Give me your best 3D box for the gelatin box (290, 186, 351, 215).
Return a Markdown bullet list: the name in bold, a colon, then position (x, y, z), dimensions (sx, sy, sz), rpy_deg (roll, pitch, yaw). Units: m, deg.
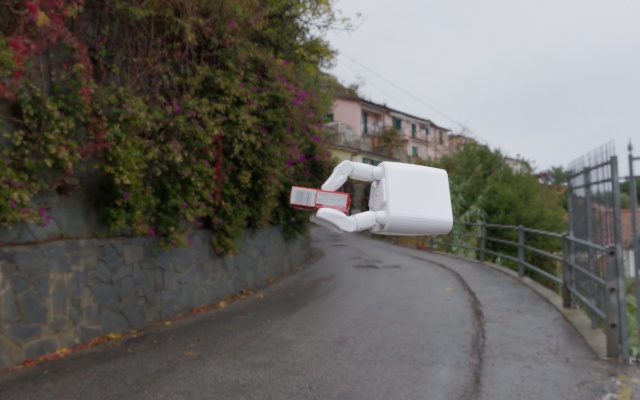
- **gelatin box**: position (0.000, 0.002, 0.737), dimensions (0.089, 0.030, 0.073), rpy_deg (8, -6, 2)
